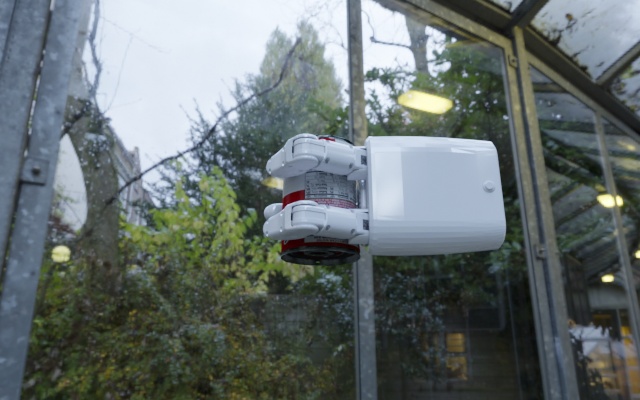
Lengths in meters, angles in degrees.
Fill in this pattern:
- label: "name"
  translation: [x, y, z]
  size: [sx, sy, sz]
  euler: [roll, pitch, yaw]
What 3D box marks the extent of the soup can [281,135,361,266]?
- label: "soup can"
  translation: [0.000, 0.001, 0.421]
  size: [0.068, 0.102, 0.068]
  euler: [0, -18, 0]
